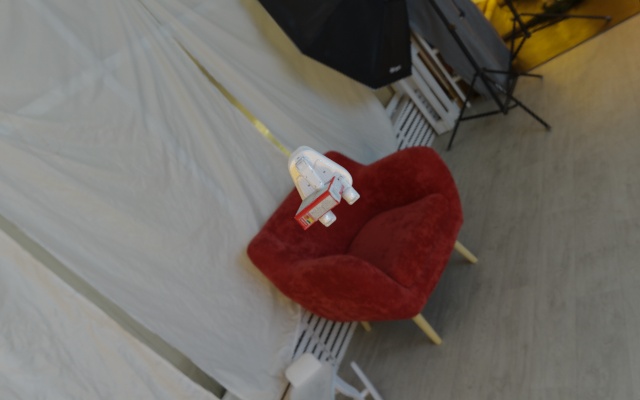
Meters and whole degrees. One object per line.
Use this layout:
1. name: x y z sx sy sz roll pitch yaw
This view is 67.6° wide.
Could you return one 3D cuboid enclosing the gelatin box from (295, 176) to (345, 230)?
1. gelatin box: 0.000 0.002 0.775 0.073 0.030 0.089 -38 9 17
